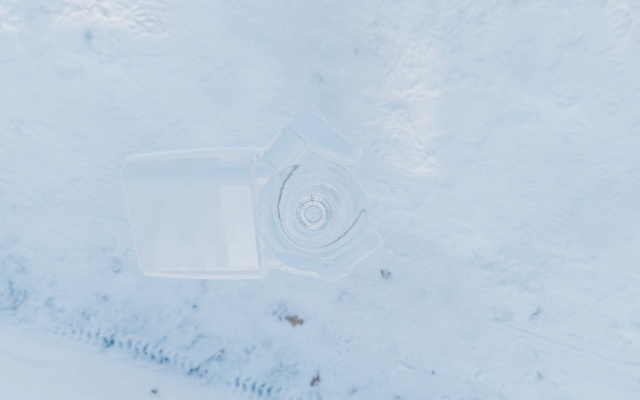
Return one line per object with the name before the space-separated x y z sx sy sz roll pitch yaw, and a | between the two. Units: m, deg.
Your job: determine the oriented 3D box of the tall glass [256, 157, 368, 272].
tall glass | 0.000 0.001 0.410 0.079 0.079 0.201 0 5 4
